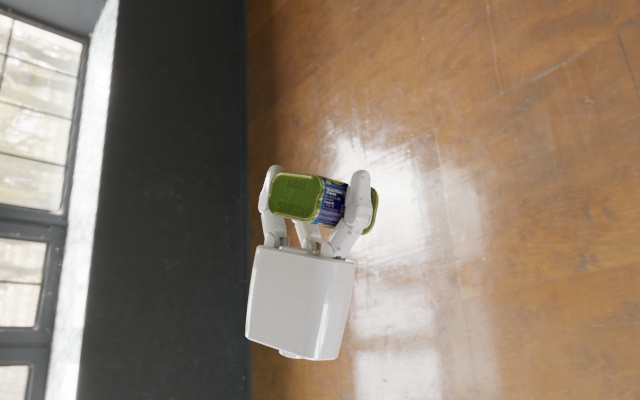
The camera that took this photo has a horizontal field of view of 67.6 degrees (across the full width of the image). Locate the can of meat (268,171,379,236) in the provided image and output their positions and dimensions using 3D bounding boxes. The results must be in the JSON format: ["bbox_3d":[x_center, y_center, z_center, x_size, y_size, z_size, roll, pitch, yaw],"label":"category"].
[{"bbox_3d":[0.000,0.002,0.544,0.084,0.057,0.102,13,-2,-38],"label":"can of meat"}]
